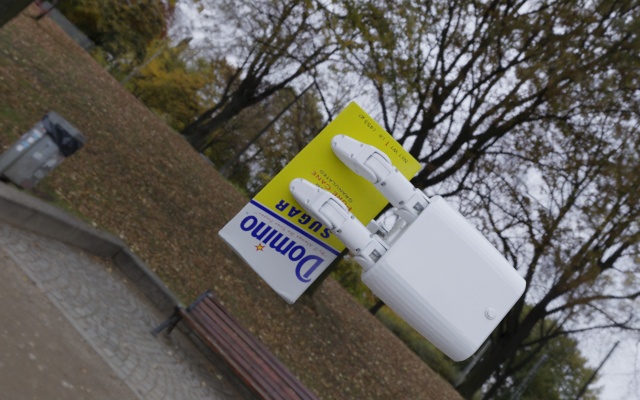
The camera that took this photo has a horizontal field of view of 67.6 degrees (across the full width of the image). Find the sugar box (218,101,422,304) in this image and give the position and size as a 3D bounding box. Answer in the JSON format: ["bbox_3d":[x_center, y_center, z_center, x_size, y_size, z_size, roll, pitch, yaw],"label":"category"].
[{"bbox_3d":[0.000,0.001,0.446,0.093,0.176,0.048,44,-11,1],"label":"sugar box"}]
